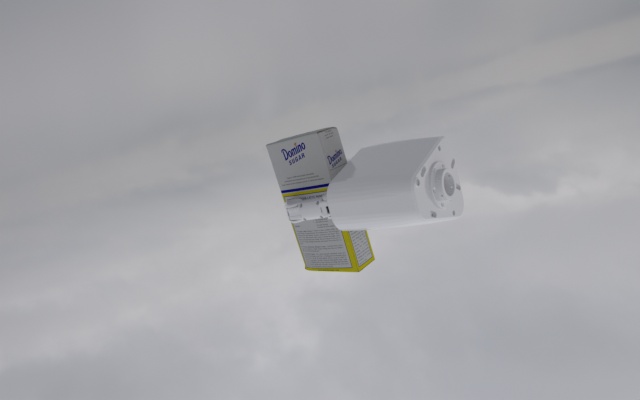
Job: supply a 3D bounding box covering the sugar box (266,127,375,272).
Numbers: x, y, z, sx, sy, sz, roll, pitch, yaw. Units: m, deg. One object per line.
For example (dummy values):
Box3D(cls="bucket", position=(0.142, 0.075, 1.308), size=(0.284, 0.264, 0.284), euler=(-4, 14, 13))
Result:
Box3D(cls="sugar box", position=(0.001, 0.002, 0.600), size=(0.093, 0.176, 0.048), euler=(-6, 13, 41))
